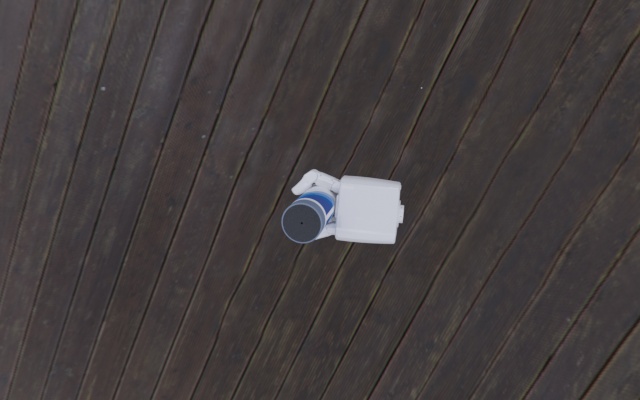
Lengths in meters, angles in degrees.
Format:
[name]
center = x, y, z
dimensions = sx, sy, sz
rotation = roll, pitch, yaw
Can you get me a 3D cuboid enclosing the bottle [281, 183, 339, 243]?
[bottle]
center = 0.000, 0.003, 0.888
dimensions = 0.069, 0.069, 0.295
rotation = 0, 13, 12
